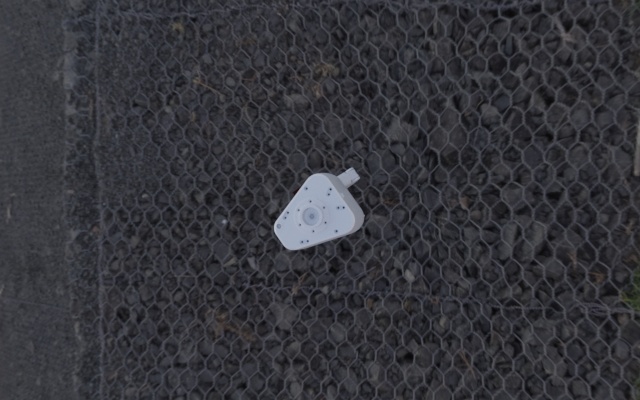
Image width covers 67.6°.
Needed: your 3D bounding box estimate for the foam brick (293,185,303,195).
[{"bbox_3d":[0.000,0.002,0.781,0.053,0.078,0.051,-36,-6,6],"label":"foam brick"}]
